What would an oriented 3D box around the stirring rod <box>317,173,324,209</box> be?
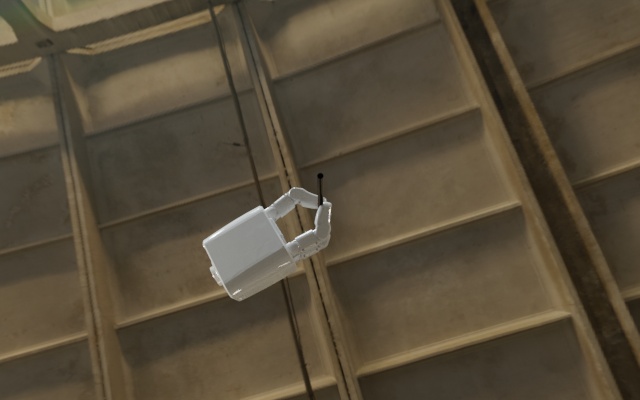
[{"bbox_3d":[0.000,0.002,0.715,0.011,0.011,0.239,0,-16,0],"label":"stirring rod"}]
